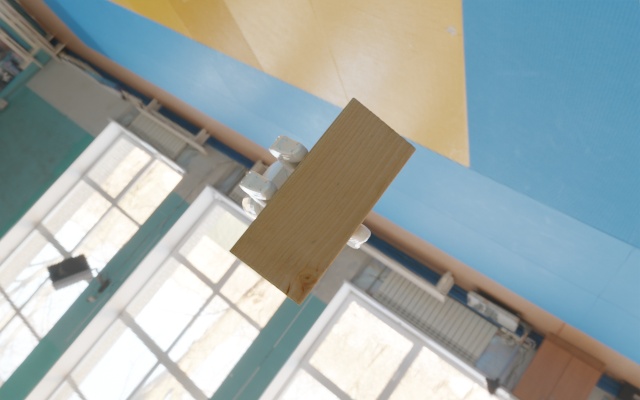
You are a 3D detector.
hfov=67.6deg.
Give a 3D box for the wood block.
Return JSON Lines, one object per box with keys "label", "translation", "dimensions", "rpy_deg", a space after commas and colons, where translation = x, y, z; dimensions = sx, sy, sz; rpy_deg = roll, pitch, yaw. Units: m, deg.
{"label": "wood block", "translation": [0.000, 0.002, 0.528], "dimensions": [0.091, 0.206, 0.090], "rpy_deg": [38, -12, -4]}
